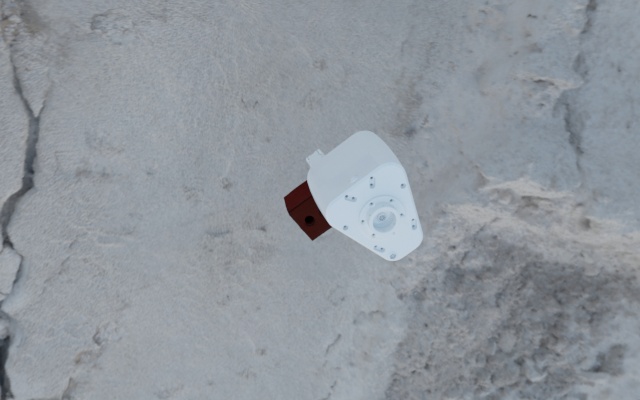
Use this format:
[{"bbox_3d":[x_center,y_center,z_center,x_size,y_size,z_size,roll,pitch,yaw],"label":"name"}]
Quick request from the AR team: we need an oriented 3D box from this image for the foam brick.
[{"bbox_3d":[0.000,0.002,0.607,0.078,0.053,0.051,-37,26,7],"label":"foam brick"}]
